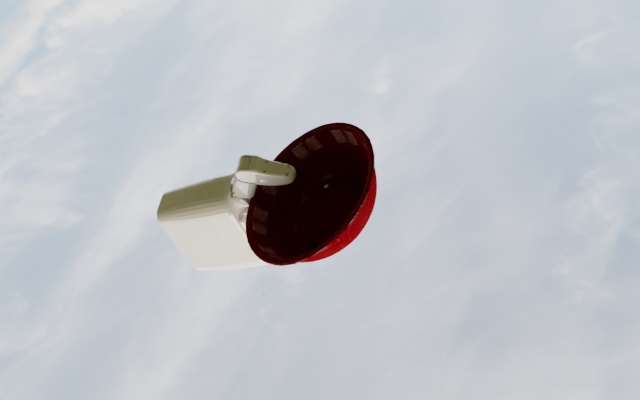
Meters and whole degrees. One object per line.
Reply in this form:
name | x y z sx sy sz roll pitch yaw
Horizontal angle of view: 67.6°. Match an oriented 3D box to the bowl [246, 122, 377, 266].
bowl | 0.001 0.002 0.485 0.162 0.162 0.055 0 -29 45
